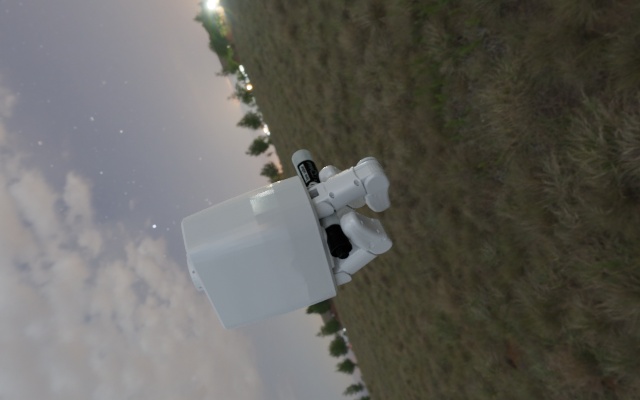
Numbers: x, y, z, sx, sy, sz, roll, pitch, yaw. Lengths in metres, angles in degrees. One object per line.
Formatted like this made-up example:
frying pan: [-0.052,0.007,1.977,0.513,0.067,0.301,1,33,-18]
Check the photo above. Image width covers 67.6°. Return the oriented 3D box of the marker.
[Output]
marker: [0.000,0.001,0.418,0.020,0.121,0.020,-14,-39,-12]
